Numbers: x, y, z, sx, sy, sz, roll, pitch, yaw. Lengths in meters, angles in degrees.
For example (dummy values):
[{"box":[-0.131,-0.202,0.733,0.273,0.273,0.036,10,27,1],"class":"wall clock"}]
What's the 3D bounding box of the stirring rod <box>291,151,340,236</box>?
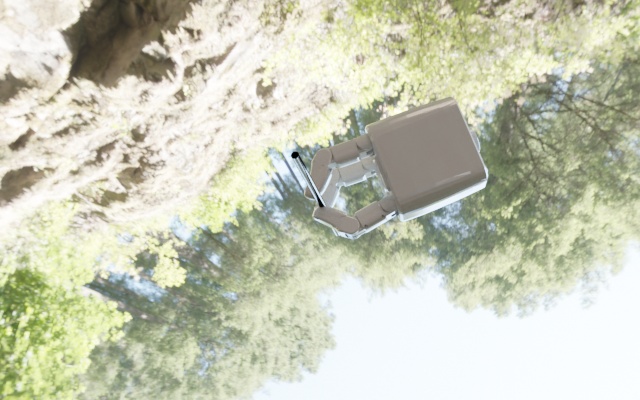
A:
[{"box":[0.000,0.002,0.548,0.011,0.011,0.240,0,-21,12],"class":"stirring rod"}]
